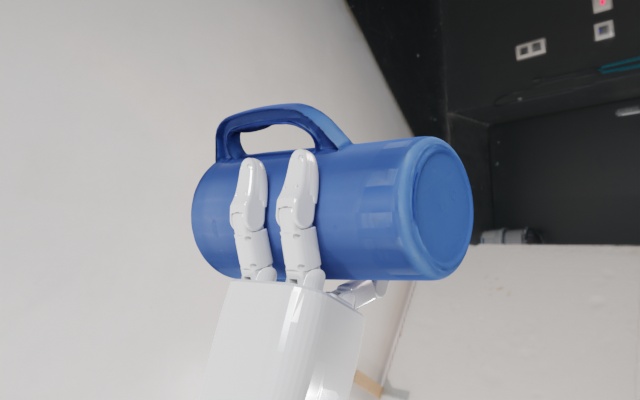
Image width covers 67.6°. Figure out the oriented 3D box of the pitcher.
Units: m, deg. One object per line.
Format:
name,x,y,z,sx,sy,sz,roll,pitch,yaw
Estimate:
pitcher,0.000,0.002,0.428,0.243,0.145,0.149,-4,-27,43
